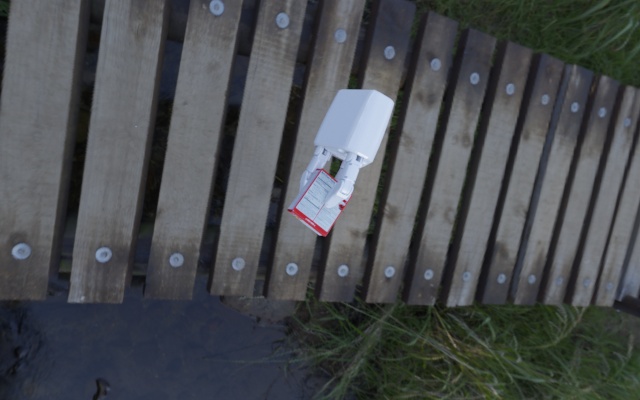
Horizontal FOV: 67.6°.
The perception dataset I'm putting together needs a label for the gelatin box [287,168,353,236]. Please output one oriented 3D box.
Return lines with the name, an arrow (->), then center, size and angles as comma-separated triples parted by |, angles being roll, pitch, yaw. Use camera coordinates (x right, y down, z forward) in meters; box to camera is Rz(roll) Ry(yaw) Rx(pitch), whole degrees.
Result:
gelatin box -> 0.000, 0.003, 0.789 | 0.073, 0.089, 0.030 | 39, -14, -20
